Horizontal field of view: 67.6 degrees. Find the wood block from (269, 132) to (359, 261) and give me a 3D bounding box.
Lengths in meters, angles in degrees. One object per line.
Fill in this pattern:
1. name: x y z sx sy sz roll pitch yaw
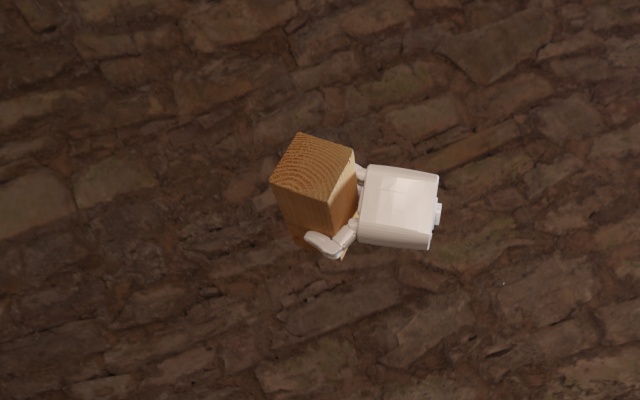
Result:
1. wood block: 0.000 0.003 0.727 0.090 0.090 0.206 20 -25 18
